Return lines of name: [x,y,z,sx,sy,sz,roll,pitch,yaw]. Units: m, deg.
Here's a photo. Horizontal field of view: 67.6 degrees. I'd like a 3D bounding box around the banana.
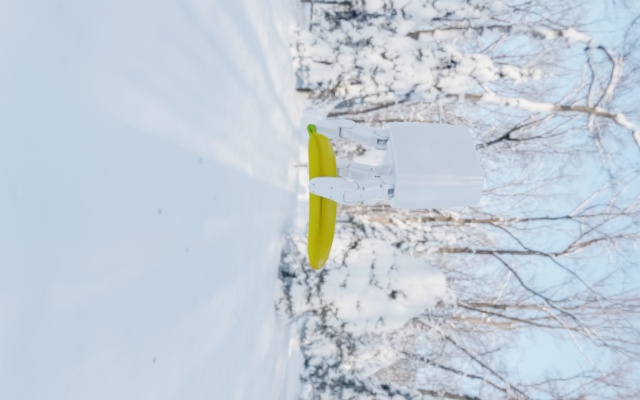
banana: [0.002,0.001,0.615,0.037,0.198,0.069,0,9,-5]
